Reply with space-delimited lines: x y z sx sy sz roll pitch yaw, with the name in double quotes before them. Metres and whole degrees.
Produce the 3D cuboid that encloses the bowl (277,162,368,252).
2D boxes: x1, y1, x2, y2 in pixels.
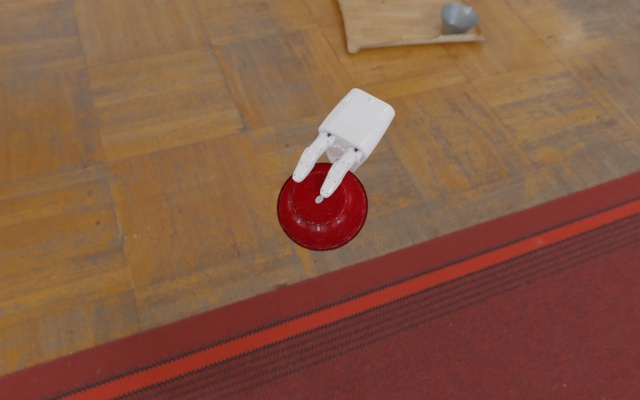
"bowl" 0.000 0.004 0.811 0.162 0.162 0.055 0 -15 6
